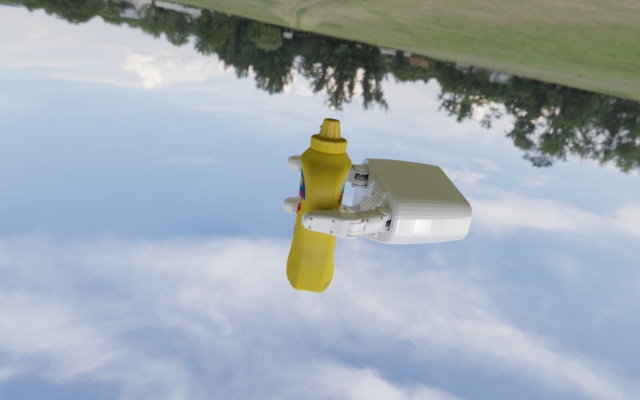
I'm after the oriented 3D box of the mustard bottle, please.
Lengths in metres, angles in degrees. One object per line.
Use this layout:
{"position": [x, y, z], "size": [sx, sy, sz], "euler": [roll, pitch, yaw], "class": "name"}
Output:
{"position": [0.000, 0.002, 0.548], "size": [0.058, 0.192, 0.096], "euler": [9, 19, 0], "class": "mustard bottle"}
